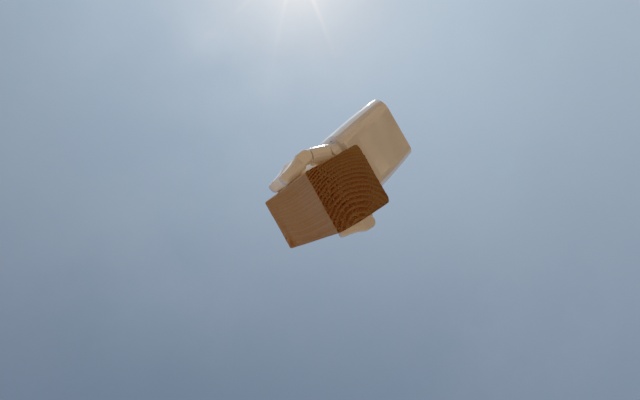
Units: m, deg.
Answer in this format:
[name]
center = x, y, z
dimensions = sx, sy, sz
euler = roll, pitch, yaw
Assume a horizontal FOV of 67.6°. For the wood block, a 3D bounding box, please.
[wood block]
center = 0.001, 0.002, 0.705
dimensions = 0.090, 0.091, 0.206
euler = -30, 1, -23
